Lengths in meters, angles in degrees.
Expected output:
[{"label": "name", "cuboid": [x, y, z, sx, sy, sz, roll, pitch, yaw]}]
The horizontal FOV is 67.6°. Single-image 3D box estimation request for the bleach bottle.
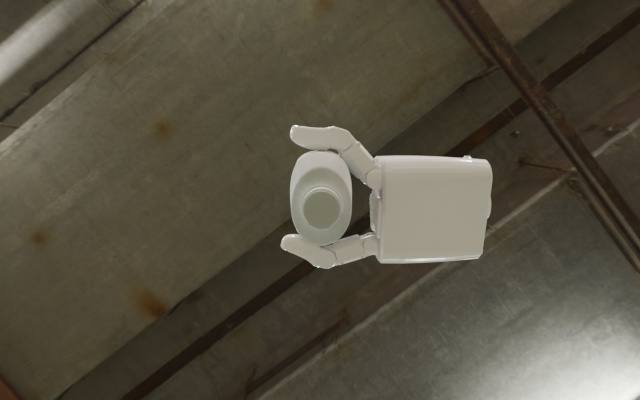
[{"label": "bleach bottle", "cuboid": [0.000, 0.001, 0.479, 0.068, 0.102, 0.251, -1, 7, 0]}]
